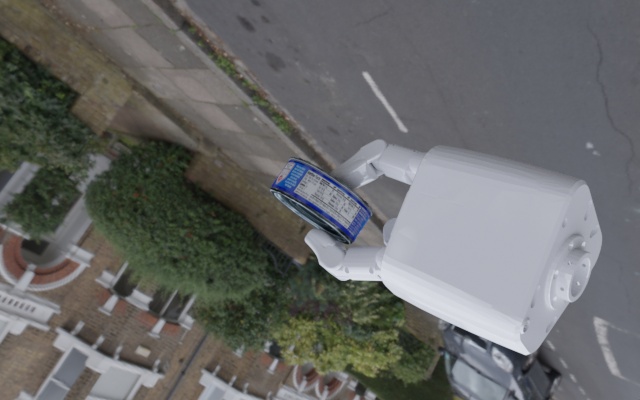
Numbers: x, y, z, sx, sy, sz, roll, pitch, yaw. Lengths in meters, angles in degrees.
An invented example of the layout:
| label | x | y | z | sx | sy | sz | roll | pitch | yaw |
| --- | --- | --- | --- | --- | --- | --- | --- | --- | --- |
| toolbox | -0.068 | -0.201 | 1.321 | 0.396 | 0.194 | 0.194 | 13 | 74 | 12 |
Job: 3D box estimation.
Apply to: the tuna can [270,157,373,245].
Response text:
| label | x | y | z | sx | sy | sz | roll | pitch | yaw |
| --- | --- | --- | --- | --- | --- | --- | --- | --- | --- |
| tuna can | 0.000 | 0.002 | 0.407 | 0.086 | 0.033 | 0.086 | 33 | -9 | 6 |
